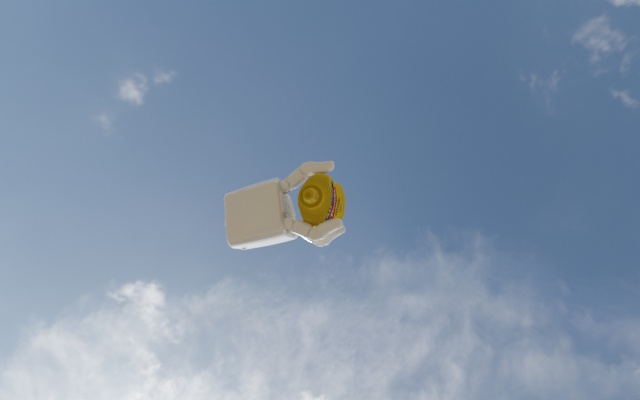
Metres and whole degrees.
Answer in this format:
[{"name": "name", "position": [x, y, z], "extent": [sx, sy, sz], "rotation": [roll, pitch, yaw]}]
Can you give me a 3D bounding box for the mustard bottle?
[{"name": "mustard bottle", "position": [0.001, 0.003, 0.846], "extent": [0.058, 0.096, 0.191], "rotation": [10, -5, 14]}]
